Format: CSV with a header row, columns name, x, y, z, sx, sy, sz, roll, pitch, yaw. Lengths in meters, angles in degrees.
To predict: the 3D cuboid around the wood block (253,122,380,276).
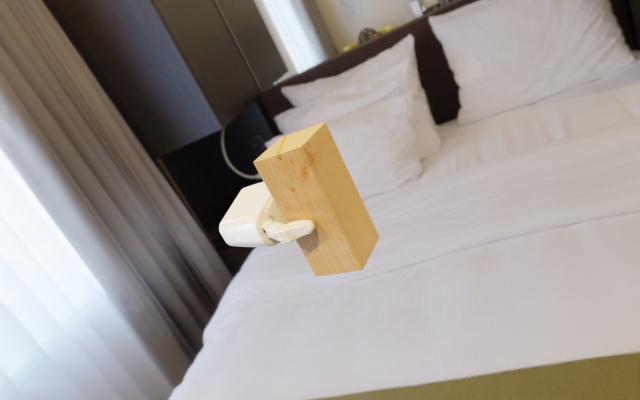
name,x,y,z,sx,sy,sz,roll,pitch,yaw
wood block,0.000,0.002,0.719,0.090,0.206,0.090,-14,24,33
